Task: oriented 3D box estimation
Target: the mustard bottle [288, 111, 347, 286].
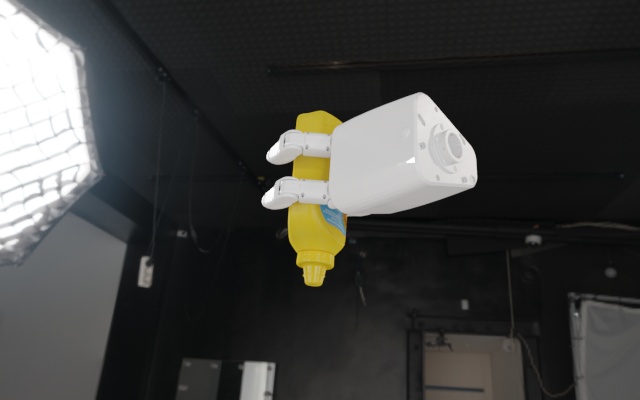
[{"bbox_3d":[0.000,0.002,0.548,0.058,0.191,0.096,-5,-23,22],"label":"mustard bottle"}]
